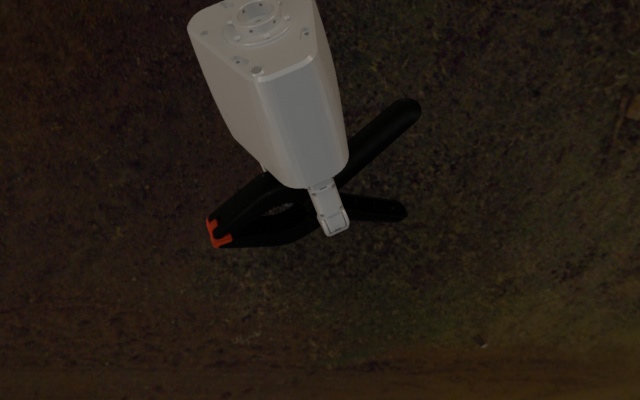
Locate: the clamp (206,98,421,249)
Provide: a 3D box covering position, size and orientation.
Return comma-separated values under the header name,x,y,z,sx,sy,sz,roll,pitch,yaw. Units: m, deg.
name,x,y,z,sx,sy,sz,roll,pitch,yaw
clamp,0.000,0.002,0.453,0.210,0.036,0.165,-23,-37,-4
